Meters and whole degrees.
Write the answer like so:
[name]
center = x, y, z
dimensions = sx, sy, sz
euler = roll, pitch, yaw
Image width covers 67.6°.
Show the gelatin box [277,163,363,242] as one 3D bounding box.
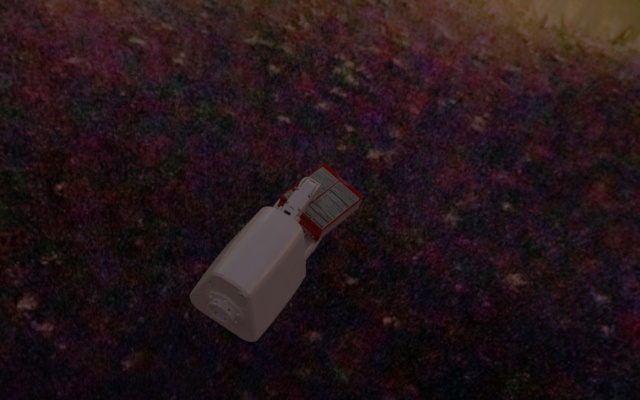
[gelatin box]
center = 0.000, 0.002, 0.626
dimensions = 0.089, 0.073, 0.030
euler = -38, -19, -33
